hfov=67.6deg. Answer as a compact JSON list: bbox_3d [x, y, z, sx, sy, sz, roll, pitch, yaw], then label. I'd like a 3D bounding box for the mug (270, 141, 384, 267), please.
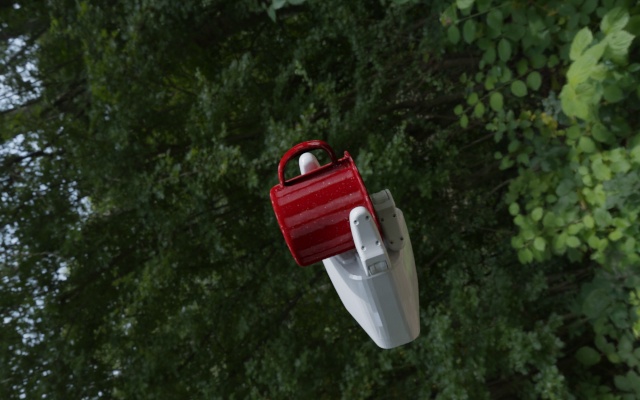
[{"bbox_3d":[-0.001,0.000,0.443,0.081,0.117,0.093,-22,27,0],"label":"mug"}]
